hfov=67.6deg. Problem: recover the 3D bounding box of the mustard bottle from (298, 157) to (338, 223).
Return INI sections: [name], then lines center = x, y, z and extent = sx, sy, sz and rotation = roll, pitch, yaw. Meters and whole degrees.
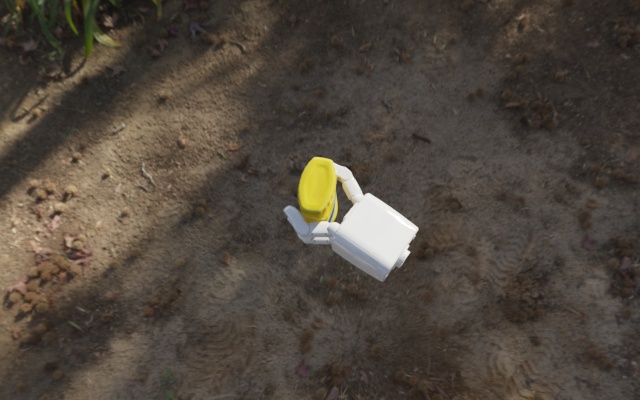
[mustard bottle]
center = 0.000, 0.003, 0.837
extent = 0.058, 0.096, 0.192
rotation = 9, -17, 7
